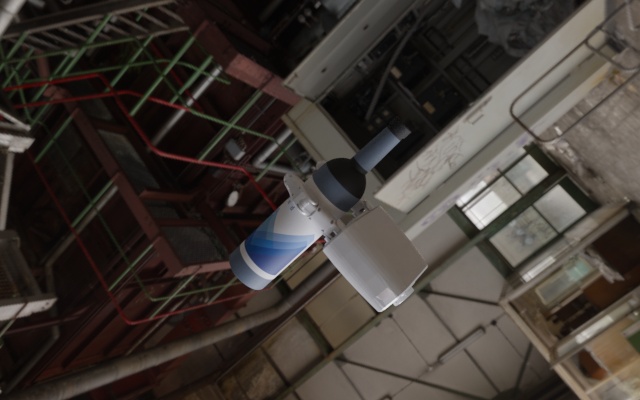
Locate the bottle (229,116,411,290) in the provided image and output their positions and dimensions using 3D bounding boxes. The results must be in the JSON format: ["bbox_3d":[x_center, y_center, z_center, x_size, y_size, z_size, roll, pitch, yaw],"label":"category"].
[{"bbox_3d":[0.000,0.002,0.629,0.296,0.069,0.069,-43,-15,16],"label":"bottle"}]
